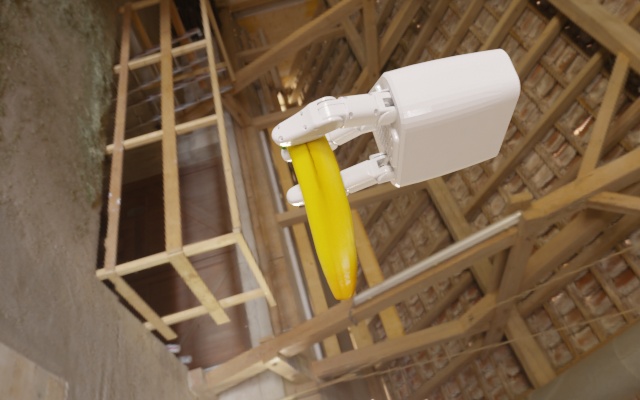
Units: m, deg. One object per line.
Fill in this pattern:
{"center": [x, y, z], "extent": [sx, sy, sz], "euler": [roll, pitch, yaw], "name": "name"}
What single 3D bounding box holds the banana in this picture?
{"center": [-0.002, -0.013, 0.408], "extent": [0.037, 0.197, 0.070], "euler": [-13, -41, -7], "name": "banana"}
